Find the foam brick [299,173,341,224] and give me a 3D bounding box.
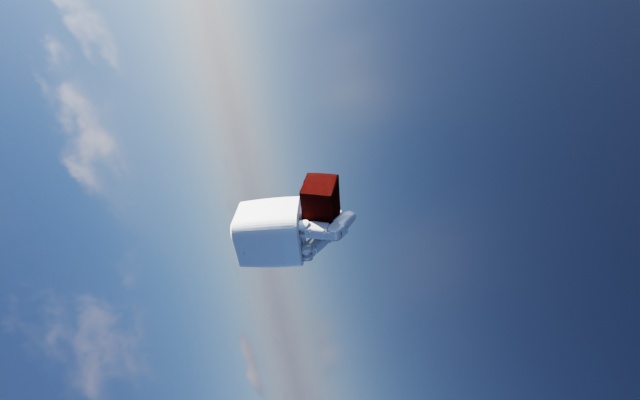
[{"bbox_3d":[0.000,0.002,0.746,0.051,0.078,0.053,7,43,13],"label":"foam brick"}]
